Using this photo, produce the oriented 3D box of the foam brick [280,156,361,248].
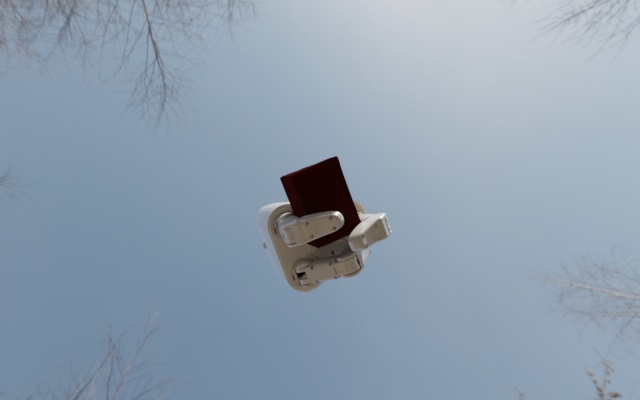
[{"bbox_3d":[0.000,0.001,0.481,0.053,0.078,0.051,-22,8,-15],"label":"foam brick"}]
